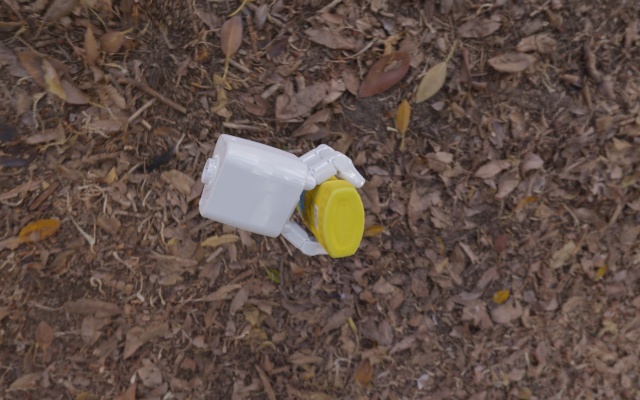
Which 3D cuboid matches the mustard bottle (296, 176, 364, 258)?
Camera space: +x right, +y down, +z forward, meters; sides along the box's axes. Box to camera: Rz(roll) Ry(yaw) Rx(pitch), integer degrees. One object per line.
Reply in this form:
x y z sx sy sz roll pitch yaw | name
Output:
0.001 0.002 0.679 0.058 0.096 0.191 -8 19 -16 | mustard bottle
